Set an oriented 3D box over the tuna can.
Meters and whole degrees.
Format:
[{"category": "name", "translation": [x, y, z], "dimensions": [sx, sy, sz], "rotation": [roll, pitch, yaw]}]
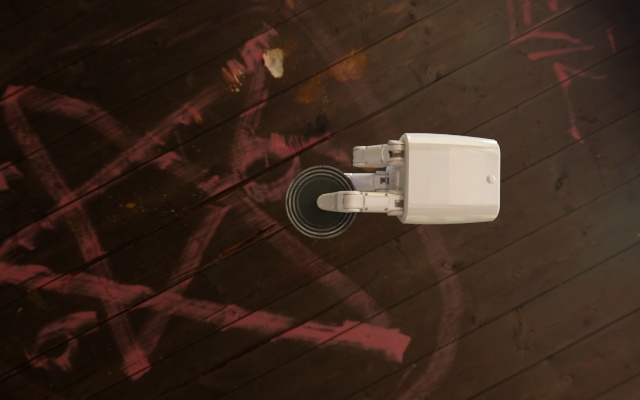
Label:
[{"category": "tuna can", "translation": [0.000, 0.002, 0.573], "dimensions": [0.086, 0.086, 0.034], "rotation": [0, 1, -7]}]
